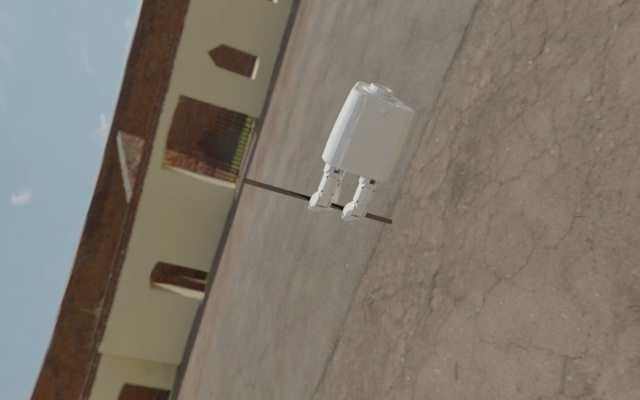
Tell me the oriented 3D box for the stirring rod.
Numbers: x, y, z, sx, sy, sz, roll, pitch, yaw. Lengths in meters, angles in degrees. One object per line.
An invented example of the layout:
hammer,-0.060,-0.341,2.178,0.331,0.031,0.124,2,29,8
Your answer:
stirring rod,0.000,0.002,0.726,0.239,0.011,0.011,16,-4,-15
